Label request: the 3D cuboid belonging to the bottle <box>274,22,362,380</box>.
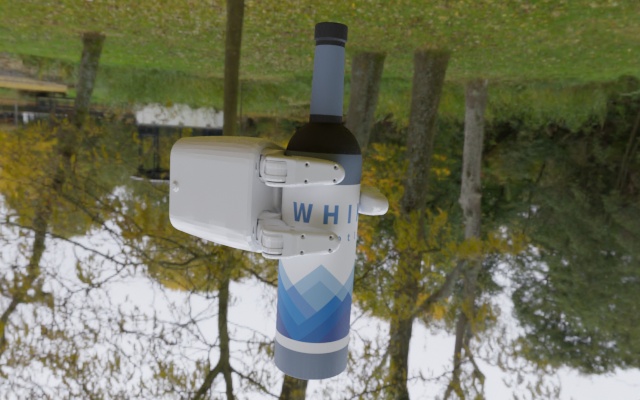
[{"bbox_3d":[0.000,0.002,0.414,0.069,0.296,0.069,3,8,0],"label":"bottle"}]
